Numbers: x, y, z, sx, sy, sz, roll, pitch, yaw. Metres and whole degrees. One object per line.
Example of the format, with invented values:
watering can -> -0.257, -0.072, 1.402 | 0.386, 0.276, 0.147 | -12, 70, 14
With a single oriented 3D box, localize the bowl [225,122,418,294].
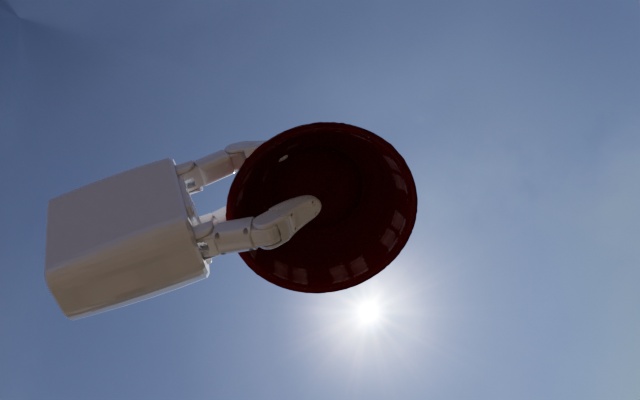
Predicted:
bowl -> 0.001, 0.001, 0.422 | 0.162, 0.162, 0.055 | 0, 27, -7
